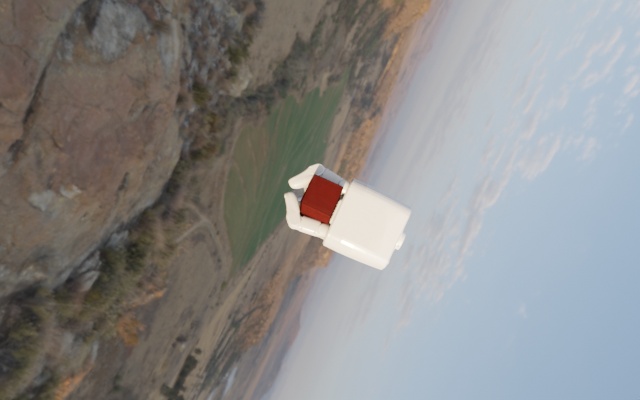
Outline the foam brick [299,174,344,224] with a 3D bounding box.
[{"bbox_3d":[0.000,0.002,0.755,0.051,0.053,0.078,25,-18,4],"label":"foam brick"}]
